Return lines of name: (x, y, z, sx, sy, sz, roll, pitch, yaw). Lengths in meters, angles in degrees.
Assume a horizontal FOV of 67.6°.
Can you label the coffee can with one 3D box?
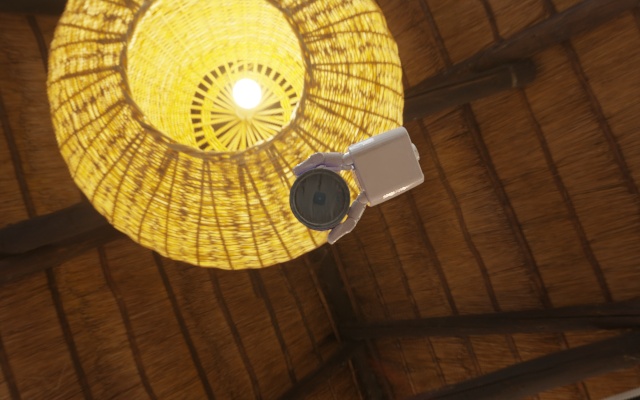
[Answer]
coffee can: (0.000, 0.003, 0.856, 0.103, 0.103, 0.140, 0, -5, 1)
